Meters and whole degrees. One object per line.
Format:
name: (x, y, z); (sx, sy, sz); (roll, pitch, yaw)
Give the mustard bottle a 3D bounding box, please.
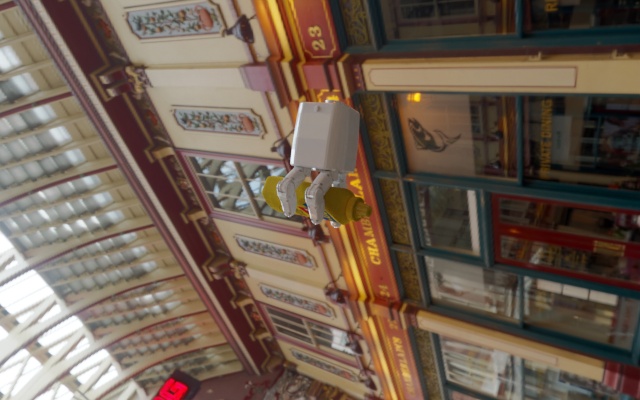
mustard bottle: (0.000, 0.003, 0.807); (0.191, 0.058, 0.096); (10, -19, 34)
